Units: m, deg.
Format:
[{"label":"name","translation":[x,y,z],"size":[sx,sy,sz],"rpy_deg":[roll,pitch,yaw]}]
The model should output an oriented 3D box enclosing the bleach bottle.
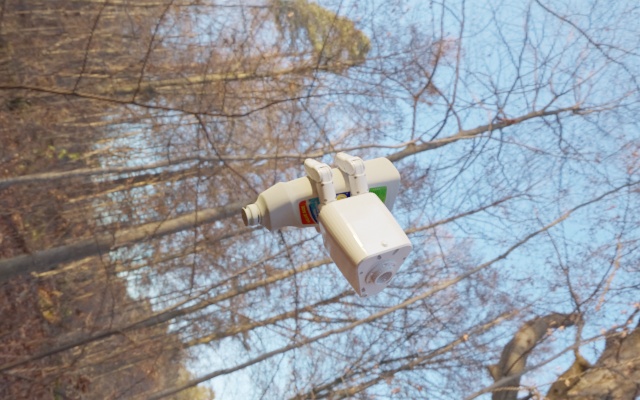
[{"label":"bleach bottle","translation":[0.000,0.002,0.744],"size":[0.251,0.103,0.068],"rpy_deg":[-14,48,-24]}]
